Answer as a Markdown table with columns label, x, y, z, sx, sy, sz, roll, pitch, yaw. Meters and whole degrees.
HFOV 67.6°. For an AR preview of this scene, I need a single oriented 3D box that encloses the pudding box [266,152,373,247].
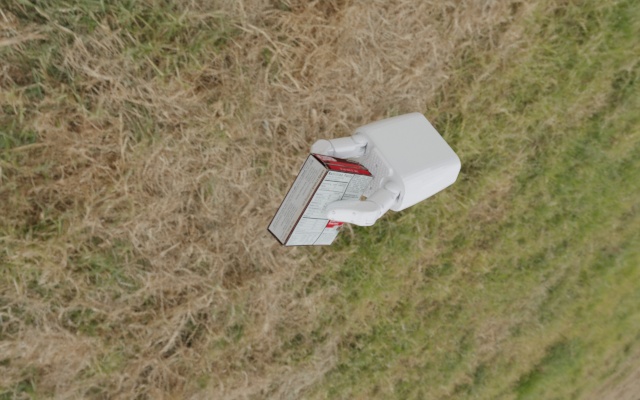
| label | x | y | z | sx | sy | sz | roll | pitch | yaw |
| --- | --- | --- | --- | --- | --- | --- | --- | --- | --- |
| pudding box | 0.000 | 0.002 | 0.567 | 0.090 | 0.113 | 0.039 | 5 | 31 | -50 |
